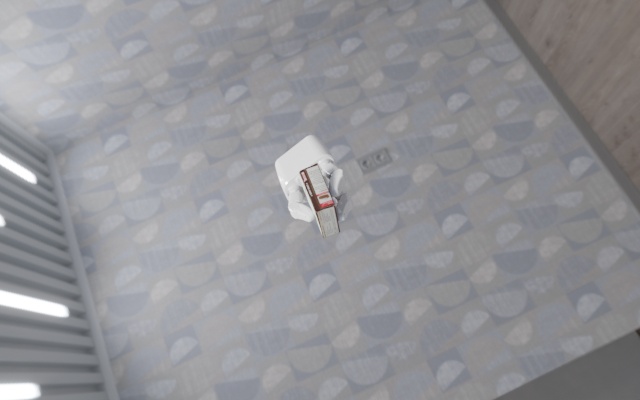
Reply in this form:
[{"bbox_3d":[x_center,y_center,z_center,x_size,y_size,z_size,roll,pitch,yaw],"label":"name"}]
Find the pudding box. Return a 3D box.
[{"bbox_3d":[0.000,0.003,0.837,0.039,0.090,0.113,-22,-27,-2],"label":"pudding box"}]
